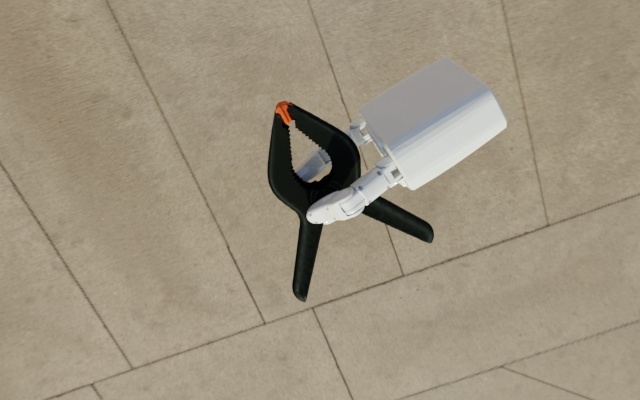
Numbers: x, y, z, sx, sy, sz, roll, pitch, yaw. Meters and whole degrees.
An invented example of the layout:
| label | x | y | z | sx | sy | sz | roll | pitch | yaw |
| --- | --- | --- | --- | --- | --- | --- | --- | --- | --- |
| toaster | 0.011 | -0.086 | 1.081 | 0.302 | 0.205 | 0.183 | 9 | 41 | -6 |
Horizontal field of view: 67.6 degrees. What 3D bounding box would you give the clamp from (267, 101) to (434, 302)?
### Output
| label | x | y | z | sx | sy | sz | roll | pitch | yaw |
| --- | --- | --- | --- | --- | --- | --- | --- | --- | --- |
| clamp | 0.000 | 0.001 | 0.486 | 0.164 | 0.210 | 0.036 | -33 | 19 | 6 |
